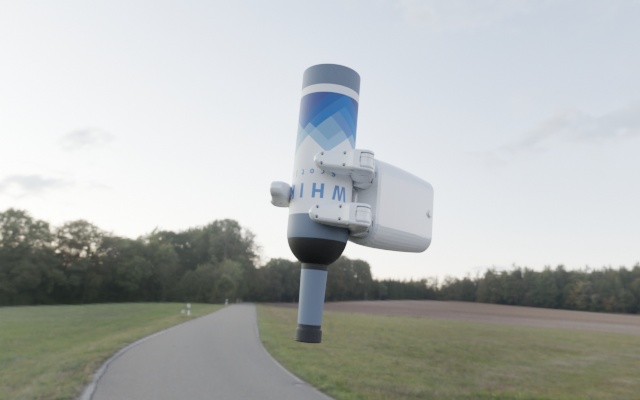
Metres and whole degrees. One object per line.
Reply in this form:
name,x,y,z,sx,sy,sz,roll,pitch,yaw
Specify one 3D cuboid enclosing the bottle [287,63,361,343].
bottle,0.000,0.001,0.520,0.069,0.295,0.069,5,-11,1
